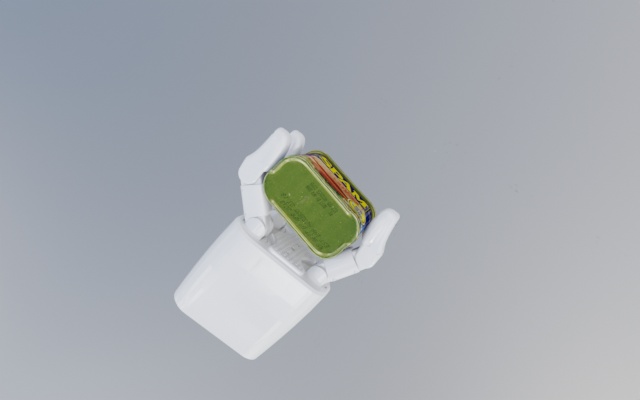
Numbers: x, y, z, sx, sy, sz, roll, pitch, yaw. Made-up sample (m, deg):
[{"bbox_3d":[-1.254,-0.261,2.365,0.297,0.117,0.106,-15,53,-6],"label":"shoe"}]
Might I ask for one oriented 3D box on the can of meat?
[{"bbox_3d":[0.000,0.002,0.453,0.057,0.102,0.084,-43,-5,15],"label":"can of meat"}]
